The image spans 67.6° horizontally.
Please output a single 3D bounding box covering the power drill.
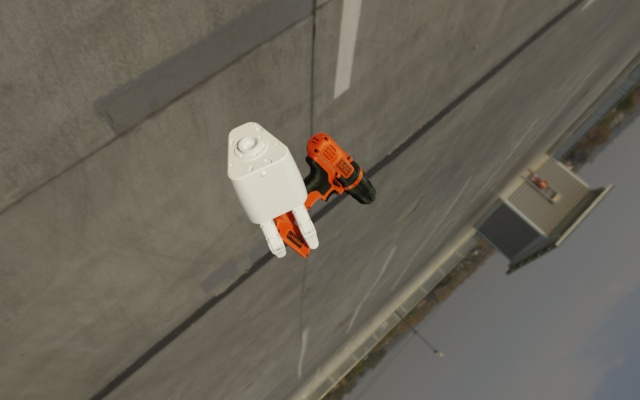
[{"bbox_3d":[0.000,0.003,0.824,0.184,0.187,0.057,43,-9,-38],"label":"power drill"}]
